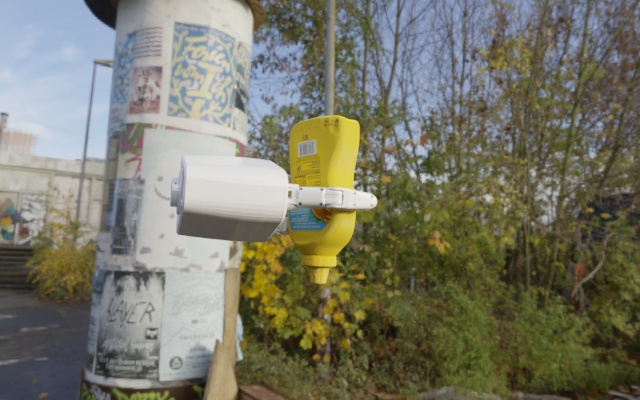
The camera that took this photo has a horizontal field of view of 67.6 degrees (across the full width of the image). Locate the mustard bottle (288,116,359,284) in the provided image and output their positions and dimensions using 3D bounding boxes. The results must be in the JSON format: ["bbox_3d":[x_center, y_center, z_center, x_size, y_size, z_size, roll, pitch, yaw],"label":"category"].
[{"bbox_3d":[0.000,0.002,0.566,0.058,0.191,0.096,7,-8,-43],"label":"mustard bottle"}]
